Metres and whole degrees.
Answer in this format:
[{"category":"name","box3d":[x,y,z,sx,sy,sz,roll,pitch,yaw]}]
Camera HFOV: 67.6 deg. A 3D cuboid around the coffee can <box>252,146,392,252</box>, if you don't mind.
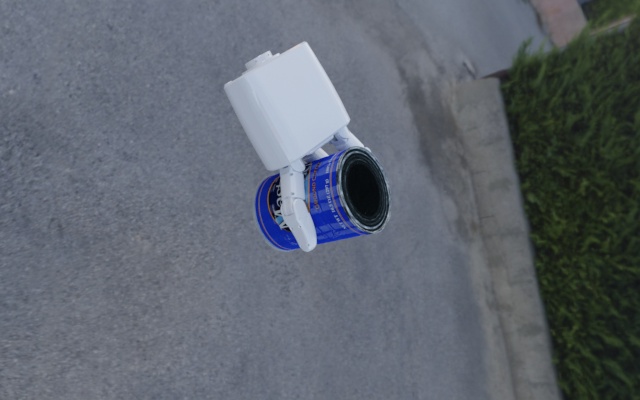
[{"category":"coffee can","box3d":[0.000,0.002,0.584,0.140,0.103,0.103,-16,-10,39]}]
